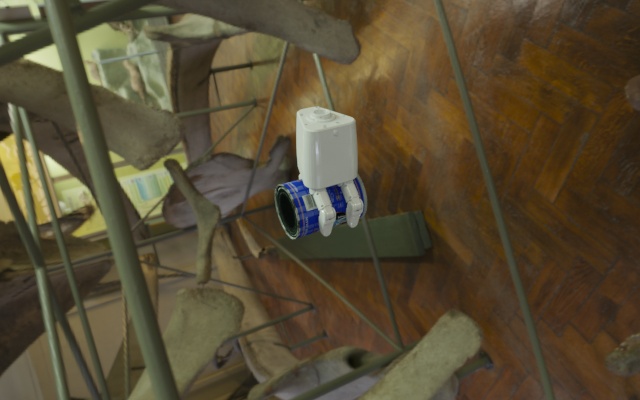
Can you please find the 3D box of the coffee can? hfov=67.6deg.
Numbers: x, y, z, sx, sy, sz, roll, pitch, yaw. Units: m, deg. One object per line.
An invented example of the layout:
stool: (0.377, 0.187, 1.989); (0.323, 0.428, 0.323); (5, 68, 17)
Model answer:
coffee can: (0.000, 0.003, 0.878); (0.140, 0.103, 0.103); (-16, 6, -23)
